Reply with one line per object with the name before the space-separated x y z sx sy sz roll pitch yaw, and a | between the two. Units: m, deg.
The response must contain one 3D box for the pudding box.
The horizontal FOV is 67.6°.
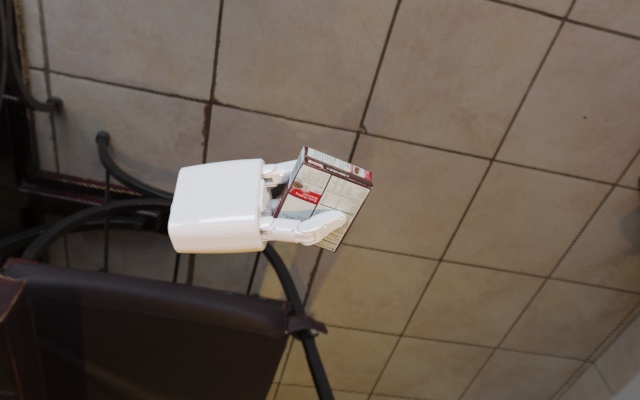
pudding box | 0.000 0.002 0.575 0.090 0.113 0.039 20 36 -11
